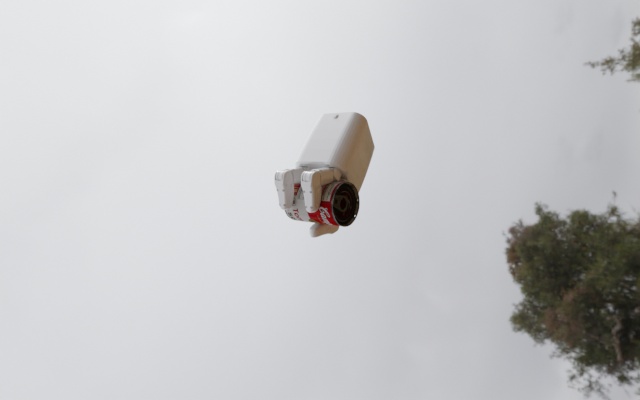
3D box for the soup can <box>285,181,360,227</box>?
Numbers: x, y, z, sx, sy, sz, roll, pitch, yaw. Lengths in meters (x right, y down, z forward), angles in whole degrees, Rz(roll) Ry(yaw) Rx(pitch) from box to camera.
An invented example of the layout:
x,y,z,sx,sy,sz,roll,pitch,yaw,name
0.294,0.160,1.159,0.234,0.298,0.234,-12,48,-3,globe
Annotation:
x,y,z,sx,sy,sz,roll,pitch,yaw,name
0.000,0.003,0.743,0.102,0.068,0.068,5,3,39,soup can
